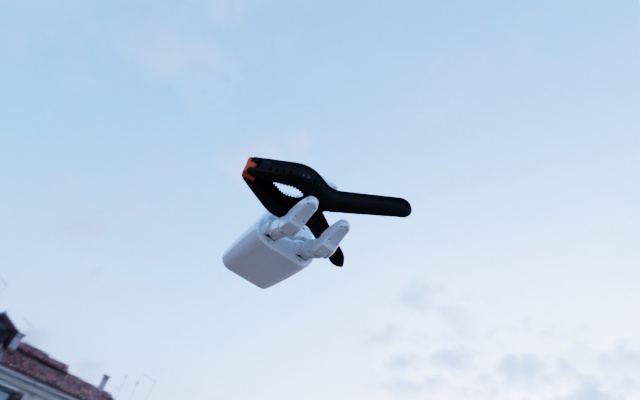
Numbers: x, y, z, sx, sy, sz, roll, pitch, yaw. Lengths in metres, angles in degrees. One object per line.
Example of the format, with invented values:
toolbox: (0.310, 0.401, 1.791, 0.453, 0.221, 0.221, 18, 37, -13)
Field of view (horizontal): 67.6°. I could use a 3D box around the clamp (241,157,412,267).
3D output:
clamp: (0.000, 0.001, 0.617, 0.210, 0.036, 0.165, 35, -48, -21)
